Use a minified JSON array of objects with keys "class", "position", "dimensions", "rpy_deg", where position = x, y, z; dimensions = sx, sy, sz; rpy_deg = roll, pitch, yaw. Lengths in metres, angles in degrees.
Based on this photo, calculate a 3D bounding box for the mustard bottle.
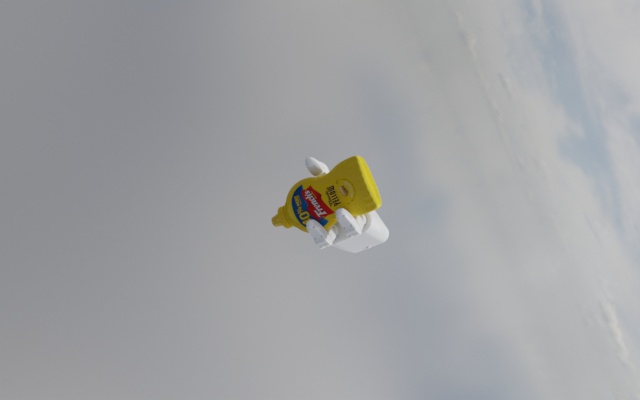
[{"class":"mustard bottle","position":[0.000,0.003,0.815],"dimensions":[0.191,0.096,0.058],"rpy_deg":[-23,-1,20]}]
